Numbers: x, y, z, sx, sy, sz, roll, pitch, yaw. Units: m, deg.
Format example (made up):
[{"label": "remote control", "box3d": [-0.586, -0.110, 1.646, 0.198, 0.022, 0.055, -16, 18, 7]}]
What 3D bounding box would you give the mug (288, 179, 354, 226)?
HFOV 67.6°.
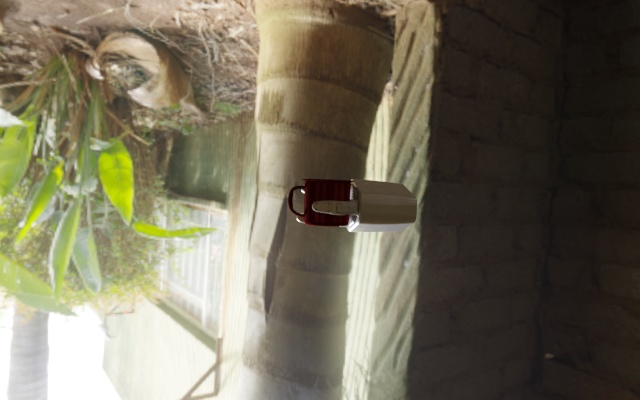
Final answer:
[{"label": "mug", "box3d": [-0.001, 0.003, 0.856, 0.117, 0.081, 0.093, 2, 2, -7]}]
